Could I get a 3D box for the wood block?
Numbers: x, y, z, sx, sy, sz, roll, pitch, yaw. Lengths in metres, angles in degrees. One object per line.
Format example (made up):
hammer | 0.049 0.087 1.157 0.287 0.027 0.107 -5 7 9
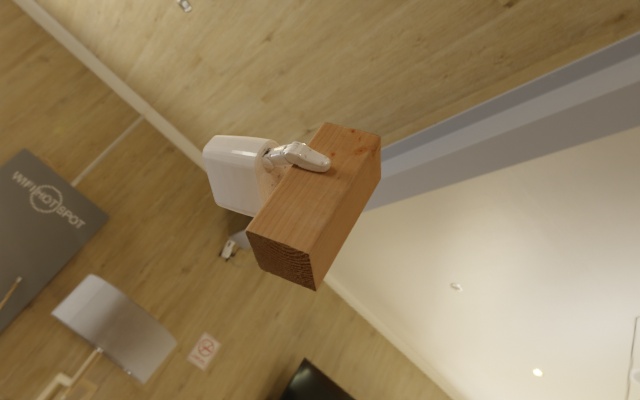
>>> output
wood block | 0.000 0.002 0.636 0.090 0.206 0.091 18 -34 22
